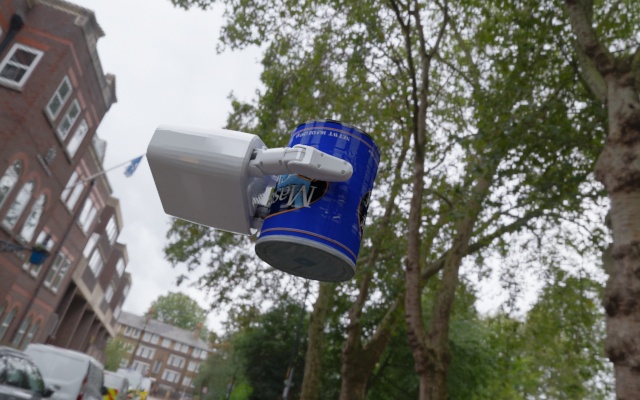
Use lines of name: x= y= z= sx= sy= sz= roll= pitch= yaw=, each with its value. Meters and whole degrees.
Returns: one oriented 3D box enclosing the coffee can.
coffee can: x=0.000 y=0.002 z=0.500 sx=0.103 sy=0.140 sz=0.103 roll=12 pitch=-26 yaw=6
